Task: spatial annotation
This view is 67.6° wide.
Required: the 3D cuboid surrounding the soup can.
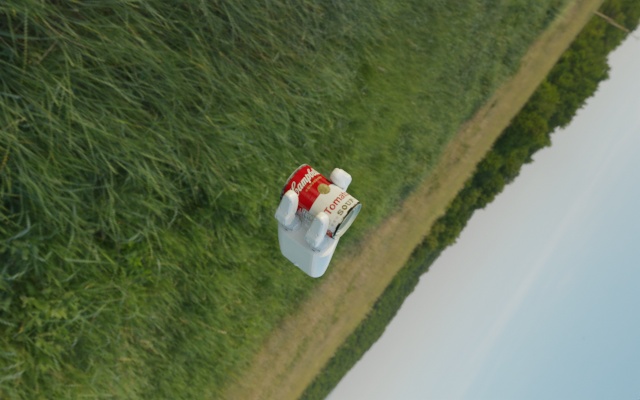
[{"bbox_3d":[0.000,0.002,0.702,0.102,0.068,0.068,36,10,14],"label":"soup can"}]
